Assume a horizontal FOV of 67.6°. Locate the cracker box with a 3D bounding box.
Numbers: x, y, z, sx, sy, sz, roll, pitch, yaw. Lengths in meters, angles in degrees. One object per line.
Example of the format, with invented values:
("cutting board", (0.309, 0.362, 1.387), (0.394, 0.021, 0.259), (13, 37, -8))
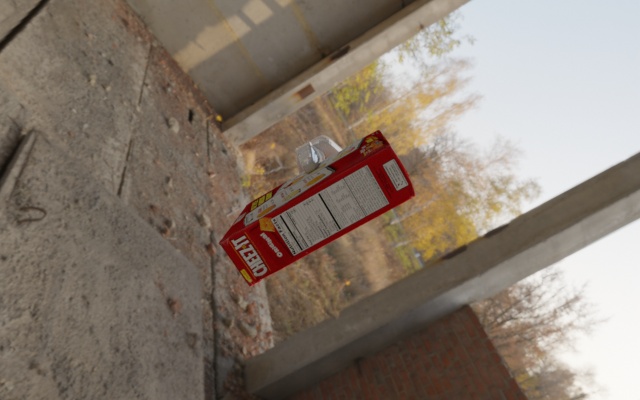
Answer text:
("cracker box", (0.000, 0.002, 0.581), (0.214, 0.072, 0.164), (-30, 11, 9))
